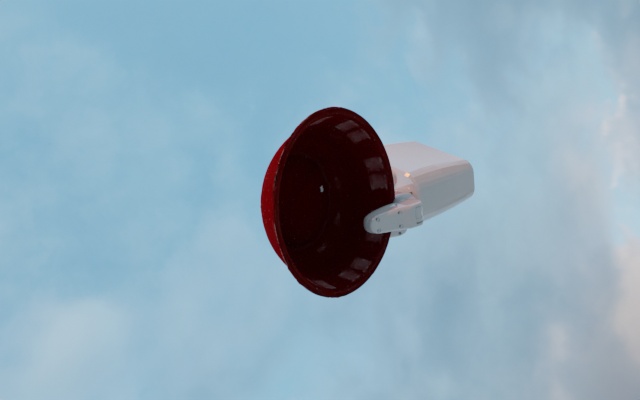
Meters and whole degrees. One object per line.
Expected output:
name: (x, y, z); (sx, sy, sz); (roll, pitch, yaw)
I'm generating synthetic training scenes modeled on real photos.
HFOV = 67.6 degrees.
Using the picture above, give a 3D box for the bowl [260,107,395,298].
bowl: (-0.001, 0.001, 0.422); (0.055, 0.162, 0.162); (2, 1, 41)
